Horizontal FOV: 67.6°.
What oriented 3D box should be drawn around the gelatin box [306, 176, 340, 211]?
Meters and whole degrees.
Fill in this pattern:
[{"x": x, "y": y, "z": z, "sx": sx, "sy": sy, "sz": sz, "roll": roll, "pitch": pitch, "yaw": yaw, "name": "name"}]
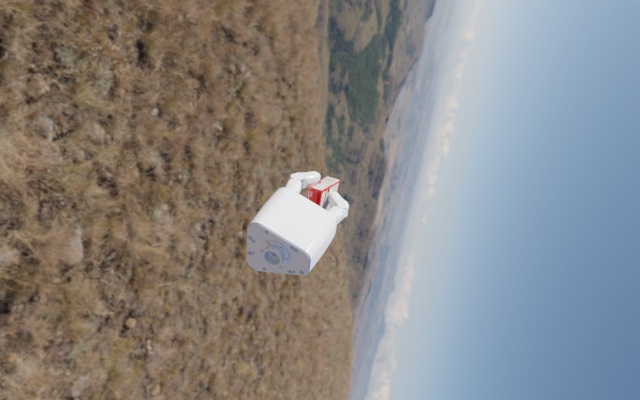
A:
[{"x": 0.001, "y": 0.003, "z": 0.855, "sx": 0.030, "sy": 0.073, "sz": 0.089, "roll": 19, "pitch": 22, "yaw": 18, "name": "gelatin box"}]
